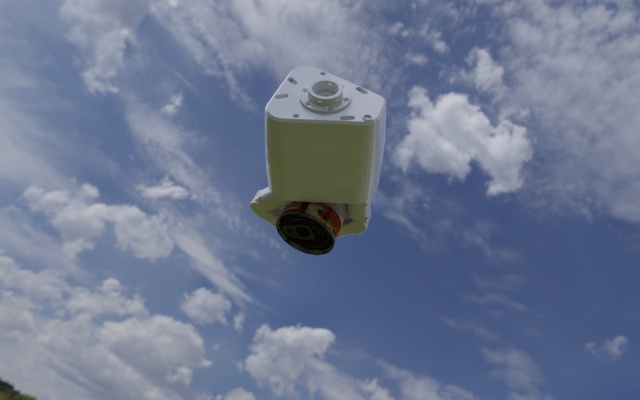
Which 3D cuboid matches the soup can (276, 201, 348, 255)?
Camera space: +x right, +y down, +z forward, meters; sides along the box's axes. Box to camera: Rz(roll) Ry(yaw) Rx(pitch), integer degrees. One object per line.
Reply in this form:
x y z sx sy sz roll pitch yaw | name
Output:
0.000 0.002 0.547 0.068 0.102 0.069 15 -40 13 | soup can
